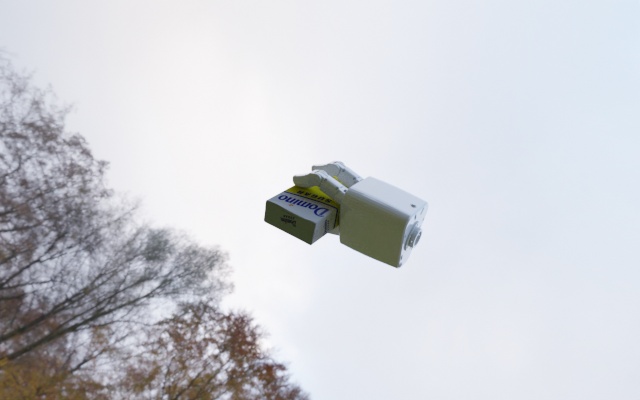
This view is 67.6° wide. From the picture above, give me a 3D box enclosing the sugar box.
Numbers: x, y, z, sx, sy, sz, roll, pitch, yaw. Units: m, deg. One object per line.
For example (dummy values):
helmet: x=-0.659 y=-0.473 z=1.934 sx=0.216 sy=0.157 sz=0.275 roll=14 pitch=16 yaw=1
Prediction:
sugar box: x=0.000 y=0.002 z=0.767 sx=0.093 sy=0.048 sz=0.176 roll=24 pitch=30 yaw=25
